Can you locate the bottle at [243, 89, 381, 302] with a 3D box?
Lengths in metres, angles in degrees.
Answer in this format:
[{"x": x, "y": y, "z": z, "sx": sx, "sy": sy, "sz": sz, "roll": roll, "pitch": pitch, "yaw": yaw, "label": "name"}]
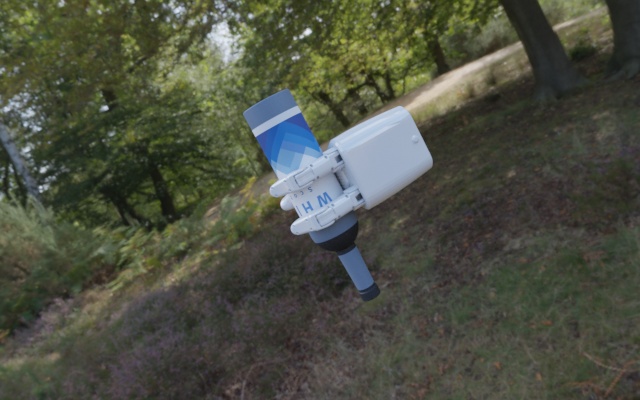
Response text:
[{"x": 0.000, "y": 0.002, "z": 0.627, "sx": 0.069, "sy": 0.296, "sz": 0.069, "roll": -28, "pitch": 8, "yaw": 4, "label": "bottle"}]
